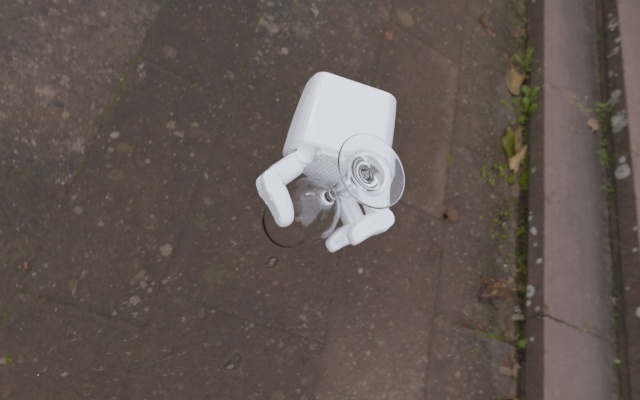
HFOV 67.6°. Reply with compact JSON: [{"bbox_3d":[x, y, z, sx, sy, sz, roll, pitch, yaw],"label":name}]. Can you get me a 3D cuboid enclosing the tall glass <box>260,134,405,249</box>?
[{"bbox_3d":[0.000,0.002,0.520,0.079,0.079,0.201,0,-18,-31],"label":"tall glass"}]
